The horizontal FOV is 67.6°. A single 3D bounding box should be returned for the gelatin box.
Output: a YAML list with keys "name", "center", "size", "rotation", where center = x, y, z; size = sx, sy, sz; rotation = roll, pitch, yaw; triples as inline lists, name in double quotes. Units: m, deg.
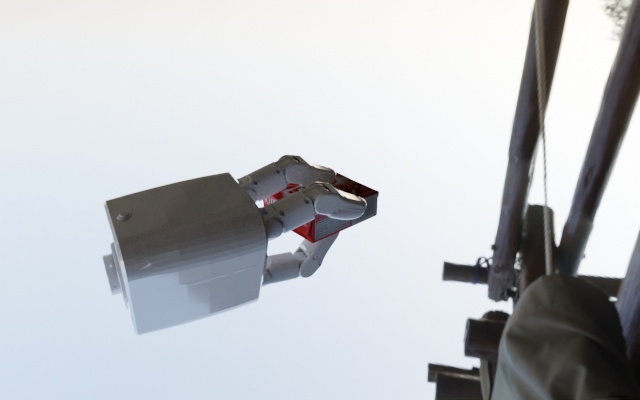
- name: "gelatin box"
  center: [0.000, 0.002, 0.460]
  size: [0.089, 0.030, 0.073]
  rotation: [-20, 34, -38]
